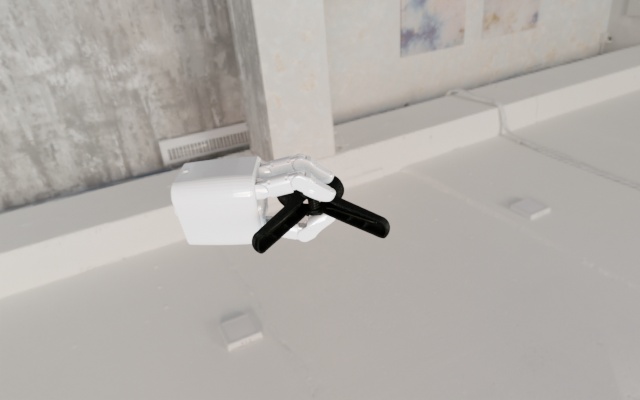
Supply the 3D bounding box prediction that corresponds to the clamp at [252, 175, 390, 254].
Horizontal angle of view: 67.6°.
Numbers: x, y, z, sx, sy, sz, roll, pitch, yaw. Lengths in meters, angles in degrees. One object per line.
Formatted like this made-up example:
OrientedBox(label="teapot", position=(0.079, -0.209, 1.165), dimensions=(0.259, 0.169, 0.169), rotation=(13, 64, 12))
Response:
OrientedBox(label="clamp", position=(0.000, 0.003, 0.641), dimensions=(0.164, 0.036, 0.210), rotation=(-3, 28, 0))
